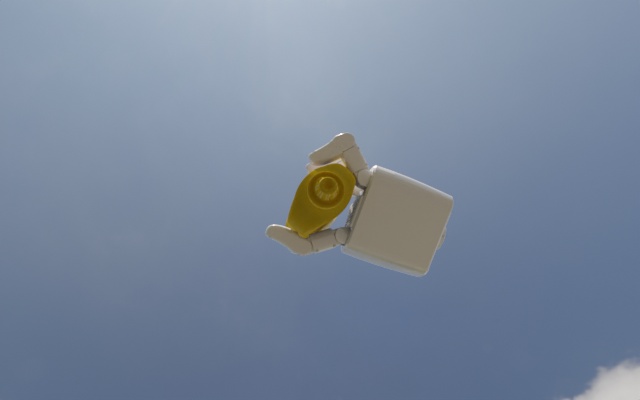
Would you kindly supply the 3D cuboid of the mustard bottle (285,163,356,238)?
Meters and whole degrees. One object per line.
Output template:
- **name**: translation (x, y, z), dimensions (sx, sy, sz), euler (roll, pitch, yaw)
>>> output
- **mustard bottle**: translation (0.000, 0.002, 0.586), dimensions (0.058, 0.096, 0.192), euler (44, -11, 3)
